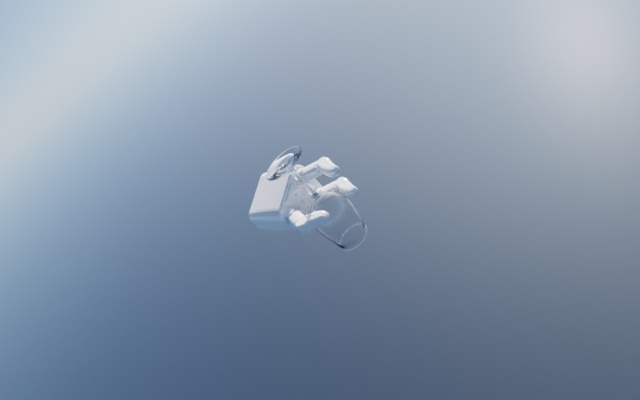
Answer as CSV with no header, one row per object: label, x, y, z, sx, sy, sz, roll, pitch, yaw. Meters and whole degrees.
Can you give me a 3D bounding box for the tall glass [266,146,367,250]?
tall glass,0.000,0.002,0.818,0.079,0.079,0.201,0,-39,51
